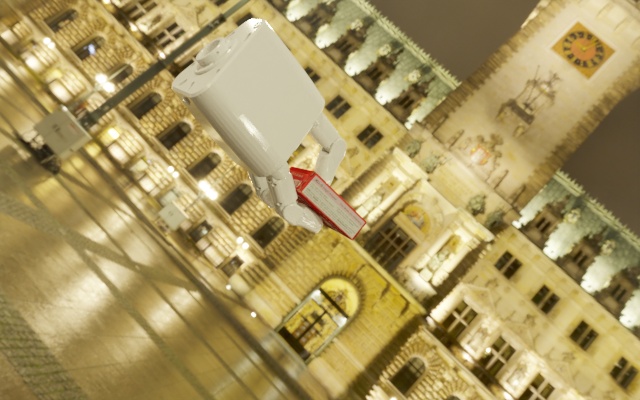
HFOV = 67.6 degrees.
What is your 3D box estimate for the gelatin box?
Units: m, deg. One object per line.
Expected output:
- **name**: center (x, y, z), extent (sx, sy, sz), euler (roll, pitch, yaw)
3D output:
- **gelatin box**: center (0.001, 0.002, 0.537), extent (0.089, 0.030, 0.073), euler (42, -8, -23)
